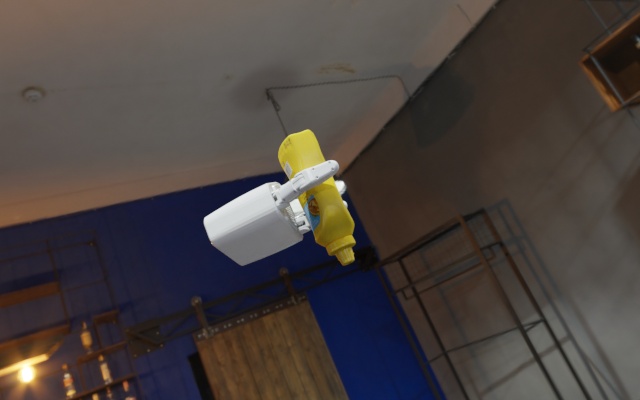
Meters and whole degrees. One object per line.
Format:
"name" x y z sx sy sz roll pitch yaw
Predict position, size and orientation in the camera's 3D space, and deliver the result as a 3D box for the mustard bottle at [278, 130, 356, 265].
"mustard bottle" 0.000 0.002 0.679 0.058 0.191 0.096 -19 -17 -18
